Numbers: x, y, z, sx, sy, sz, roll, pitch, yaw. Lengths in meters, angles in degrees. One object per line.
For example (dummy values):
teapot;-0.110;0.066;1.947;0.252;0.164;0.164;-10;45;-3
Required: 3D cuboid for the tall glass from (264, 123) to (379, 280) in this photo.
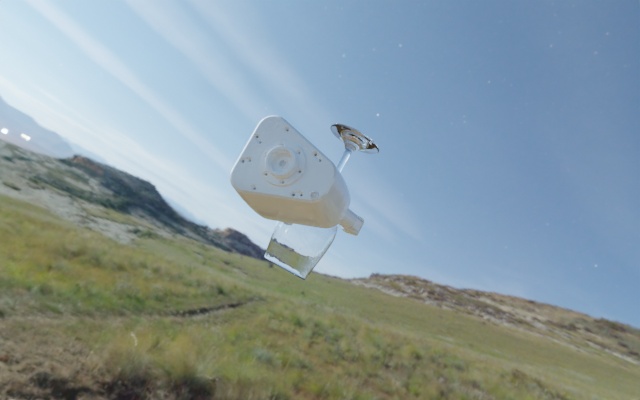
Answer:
tall glass;0.000;0.002;0.633;0.079;0.201;0.079;28;-9;5
